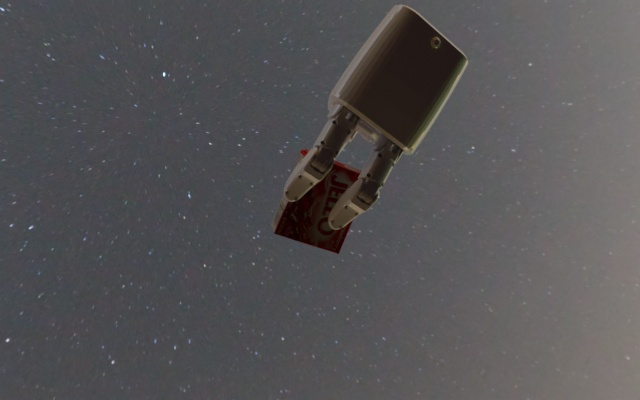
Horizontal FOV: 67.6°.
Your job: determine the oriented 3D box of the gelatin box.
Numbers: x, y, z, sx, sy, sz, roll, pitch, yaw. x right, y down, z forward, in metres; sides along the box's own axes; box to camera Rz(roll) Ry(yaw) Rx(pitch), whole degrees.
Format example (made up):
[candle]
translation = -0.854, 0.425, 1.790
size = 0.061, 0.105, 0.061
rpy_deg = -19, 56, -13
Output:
[gelatin box]
translation = 0.000, 0.002, 0.486
size = 0.073, 0.089, 0.030
rpy_deg = 19, 12, -18
